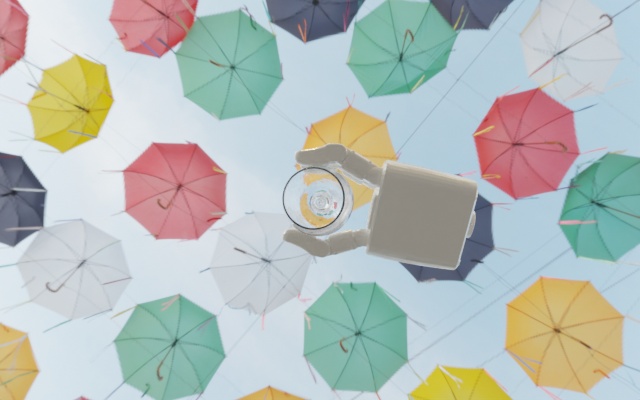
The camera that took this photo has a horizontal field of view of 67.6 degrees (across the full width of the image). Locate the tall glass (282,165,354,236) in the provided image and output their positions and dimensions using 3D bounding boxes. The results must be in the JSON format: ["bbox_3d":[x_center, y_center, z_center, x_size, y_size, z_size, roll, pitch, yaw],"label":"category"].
[{"bbox_3d":[0.000,0.002,0.563,0.079,0.079,0.201,0,-2,4],"label":"tall glass"}]
